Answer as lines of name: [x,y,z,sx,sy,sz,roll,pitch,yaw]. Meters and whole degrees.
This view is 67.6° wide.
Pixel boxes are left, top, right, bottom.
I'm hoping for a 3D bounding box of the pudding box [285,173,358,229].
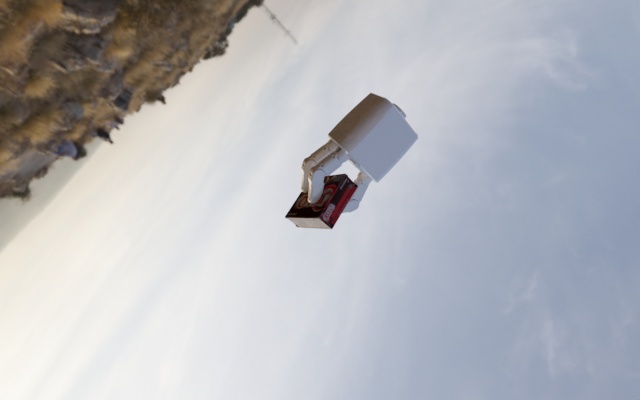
pudding box: [0.000,0.003,0.806,0.039,0.090,0.113,42,-23,-23]
